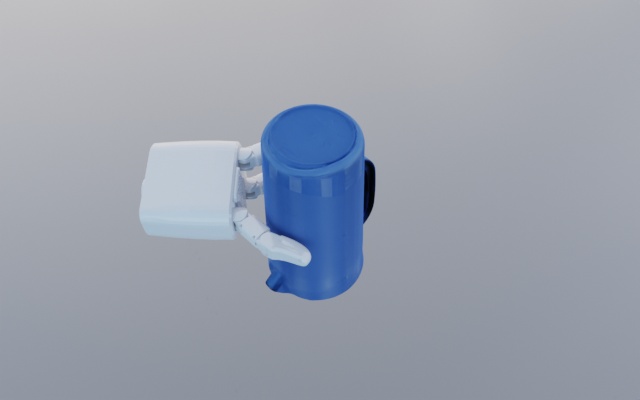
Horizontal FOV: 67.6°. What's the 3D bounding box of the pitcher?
[{"bbox_3d":[0.000,0.002,0.582,0.145,0.149,0.243,2,-39,2],"label":"pitcher"}]
